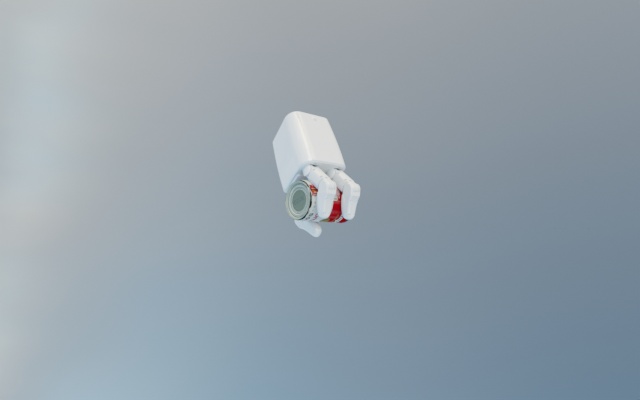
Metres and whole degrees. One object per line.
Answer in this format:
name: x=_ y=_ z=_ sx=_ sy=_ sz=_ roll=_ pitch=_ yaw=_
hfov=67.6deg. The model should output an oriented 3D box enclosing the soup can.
soup can: x=0.000 y=0.003 z=0.809 sx=0.102 sy=0.068 sz=0.068 roll=5 pitch=-4 yaw=-41
